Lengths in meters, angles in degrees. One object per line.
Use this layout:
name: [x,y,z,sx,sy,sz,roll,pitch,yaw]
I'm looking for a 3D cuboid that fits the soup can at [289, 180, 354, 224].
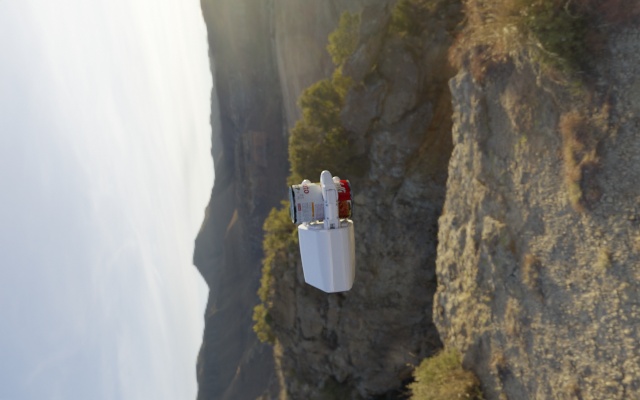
soup can: [0.000,0.002,0.829,0.102,0.068,0.068,-6,1,-8]
